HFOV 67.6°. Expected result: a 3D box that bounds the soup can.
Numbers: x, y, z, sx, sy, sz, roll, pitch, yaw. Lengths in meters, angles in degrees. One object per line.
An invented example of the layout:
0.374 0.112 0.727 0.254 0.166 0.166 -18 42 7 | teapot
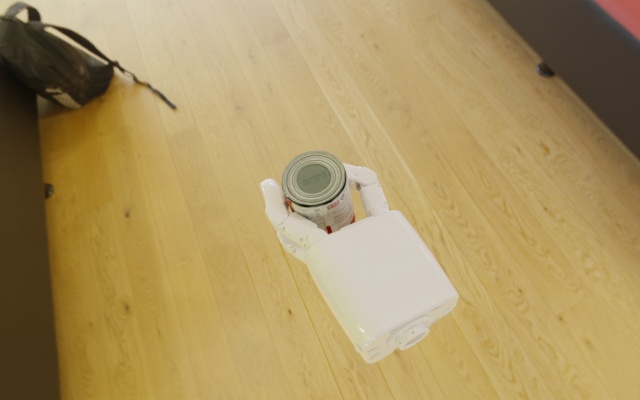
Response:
0.000 0.001 0.516 0.068 0.068 0.102 0 -29 10 | soup can
